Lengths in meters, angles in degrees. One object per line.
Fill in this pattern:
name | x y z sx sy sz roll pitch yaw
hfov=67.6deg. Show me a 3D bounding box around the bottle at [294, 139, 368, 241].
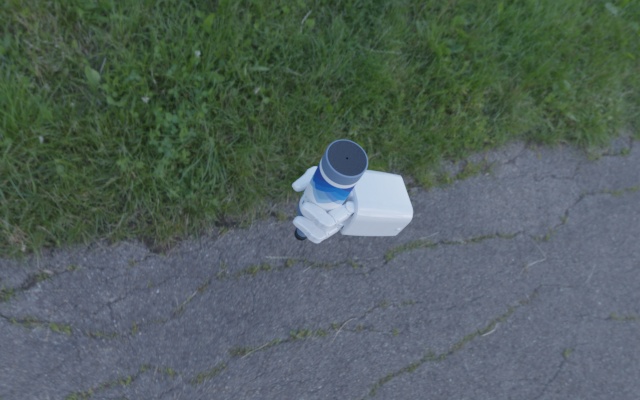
bottle | 0.000 0.003 0.831 0.069 0.069 0.296 0 -26 -17
